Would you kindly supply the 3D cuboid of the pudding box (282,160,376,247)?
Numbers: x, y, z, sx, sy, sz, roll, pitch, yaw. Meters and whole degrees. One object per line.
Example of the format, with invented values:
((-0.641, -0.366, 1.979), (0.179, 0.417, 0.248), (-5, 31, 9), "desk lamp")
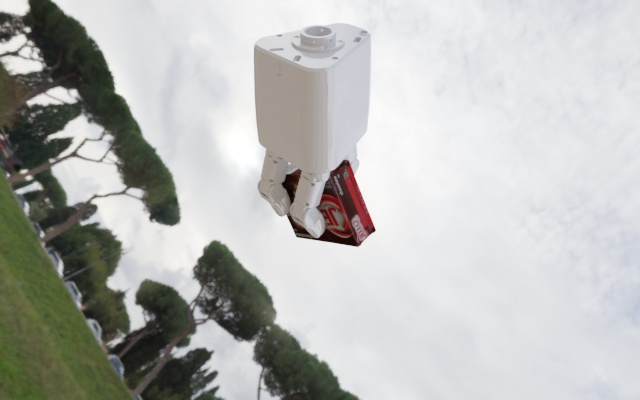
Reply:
((0.000, 0.002, 0.539), (0.039, 0.090, 0.113), (-35, 23, -31), "pudding box")
